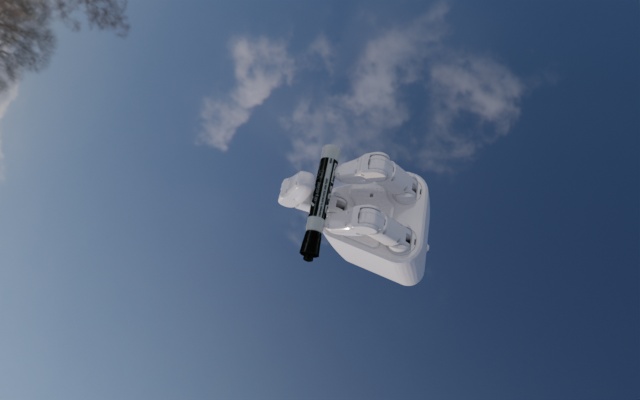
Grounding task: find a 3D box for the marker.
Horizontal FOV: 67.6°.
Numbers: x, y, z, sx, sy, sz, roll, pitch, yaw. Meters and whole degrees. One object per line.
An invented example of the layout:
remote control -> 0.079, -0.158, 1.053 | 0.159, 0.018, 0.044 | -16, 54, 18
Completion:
marker -> 0.000, 0.002, 0.468 | 0.020, 0.121, 0.020 | 10, -22, 4
